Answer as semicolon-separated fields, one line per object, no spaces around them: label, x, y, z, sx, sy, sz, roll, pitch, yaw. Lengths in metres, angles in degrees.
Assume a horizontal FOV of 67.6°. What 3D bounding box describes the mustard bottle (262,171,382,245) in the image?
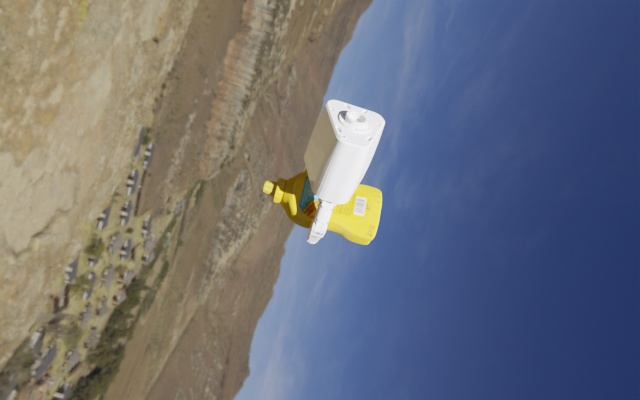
mustard bottle;0.000;0.003;0.777;0.191;0.096;0.058;16;-26;-6
